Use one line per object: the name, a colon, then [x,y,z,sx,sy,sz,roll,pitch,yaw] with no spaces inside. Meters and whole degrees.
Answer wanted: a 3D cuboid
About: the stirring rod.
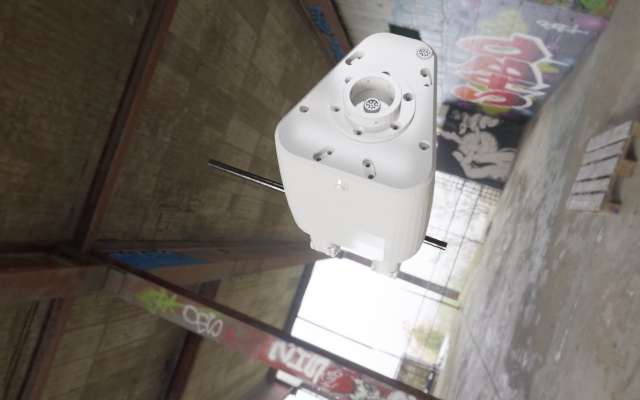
stirring rod: [0.000,0.001,0.446,0.239,0.011,0.011,20,5,14]
